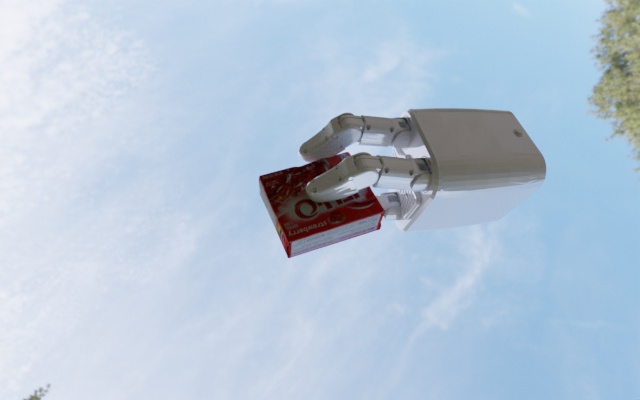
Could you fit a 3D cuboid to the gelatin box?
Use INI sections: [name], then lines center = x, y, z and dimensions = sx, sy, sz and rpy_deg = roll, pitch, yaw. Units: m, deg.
[gelatin box]
center = 0.000, 0.002, 0.412
dimensions = 0.089, 0.073, 0.030
rpy_deg = -16, -34, -16
